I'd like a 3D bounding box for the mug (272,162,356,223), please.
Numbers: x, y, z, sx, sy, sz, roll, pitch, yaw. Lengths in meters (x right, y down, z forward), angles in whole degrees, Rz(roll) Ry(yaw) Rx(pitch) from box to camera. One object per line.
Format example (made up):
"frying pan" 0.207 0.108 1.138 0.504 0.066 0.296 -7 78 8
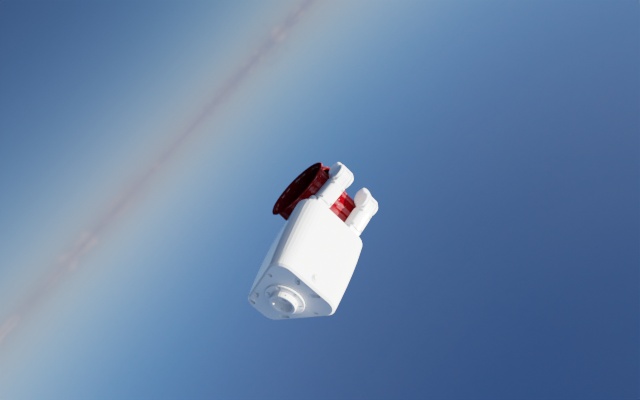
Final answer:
"mug" 0.001 0.001 0.652 0.093 0.081 0.117 -32 22 42
